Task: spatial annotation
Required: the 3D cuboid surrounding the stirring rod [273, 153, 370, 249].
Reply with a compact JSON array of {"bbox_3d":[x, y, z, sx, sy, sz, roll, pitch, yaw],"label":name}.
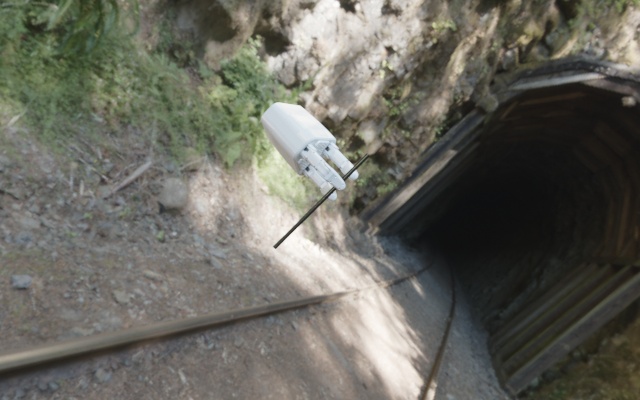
[{"bbox_3d":[0.000,0.003,0.859,0.239,0.011,0.011,-45,-8,8],"label":"stirring rod"}]
